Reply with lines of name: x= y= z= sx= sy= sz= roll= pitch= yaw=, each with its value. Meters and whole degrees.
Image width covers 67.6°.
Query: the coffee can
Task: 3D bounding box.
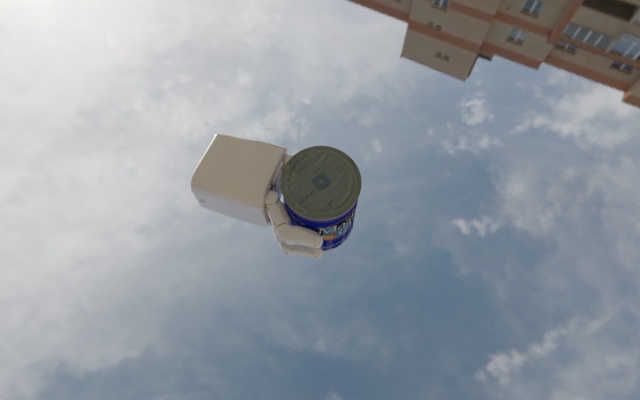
coffee can: x=0.000 y=0.002 z=0.664 sx=0.103 sy=0.102 sz=0.140 roll=0 pitch=-22 yaw=0
